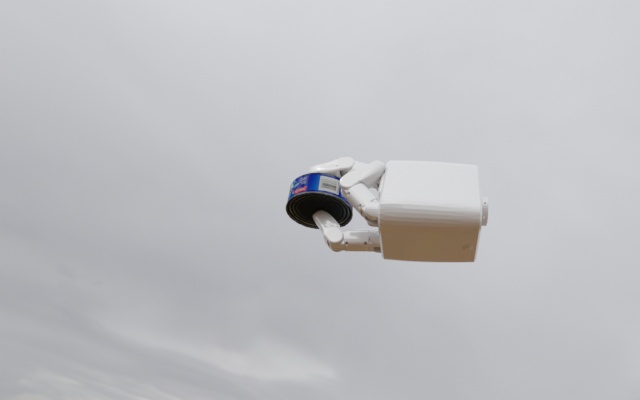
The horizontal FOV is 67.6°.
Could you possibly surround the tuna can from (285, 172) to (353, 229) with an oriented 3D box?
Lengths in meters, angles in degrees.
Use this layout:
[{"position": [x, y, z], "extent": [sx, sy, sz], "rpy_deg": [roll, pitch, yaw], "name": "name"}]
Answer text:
[{"position": [0.000, 0.002, 0.612], "extent": [0.086, 0.033, 0.086], "rpy_deg": [6, -34, 4], "name": "tuna can"}]
